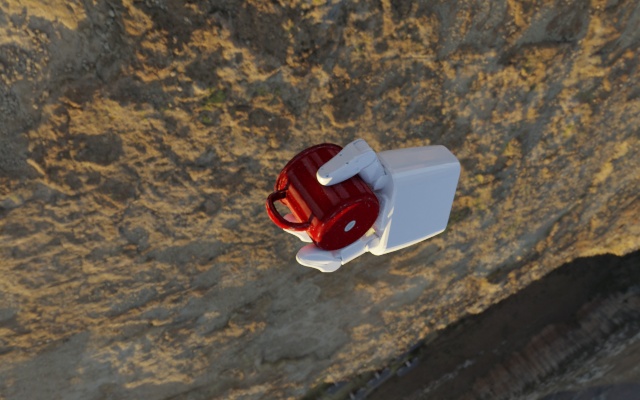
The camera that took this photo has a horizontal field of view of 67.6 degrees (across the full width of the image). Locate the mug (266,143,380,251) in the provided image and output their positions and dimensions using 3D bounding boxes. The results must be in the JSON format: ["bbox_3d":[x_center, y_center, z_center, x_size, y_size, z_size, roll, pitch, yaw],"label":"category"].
[{"bbox_3d":[-0.001,0.002,0.507,0.117,0.093,0.081,-13,50,-30],"label":"mug"}]
